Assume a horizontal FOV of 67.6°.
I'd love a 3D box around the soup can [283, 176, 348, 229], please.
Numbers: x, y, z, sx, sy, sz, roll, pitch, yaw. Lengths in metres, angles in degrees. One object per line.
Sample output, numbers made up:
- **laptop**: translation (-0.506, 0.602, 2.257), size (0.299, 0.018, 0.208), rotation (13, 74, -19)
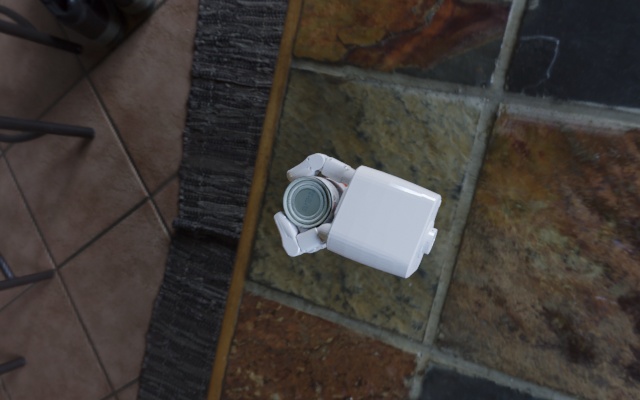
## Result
- **soup can**: translation (0.000, 0.002, 0.638), size (0.068, 0.068, 0.102), rotation (0, 1, 20)
